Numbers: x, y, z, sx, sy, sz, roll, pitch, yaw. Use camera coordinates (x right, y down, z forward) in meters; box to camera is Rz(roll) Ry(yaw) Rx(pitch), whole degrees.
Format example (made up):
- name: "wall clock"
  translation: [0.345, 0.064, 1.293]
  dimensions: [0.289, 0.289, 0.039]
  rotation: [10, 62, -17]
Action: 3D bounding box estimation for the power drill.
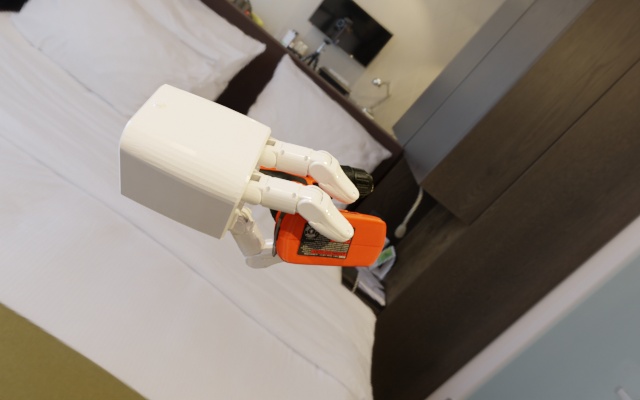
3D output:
- name: "power drill"
  translation: [0.000, 0.002, 0.525]
  dimensions: [0.184, 0.057, 0.187]
  rotation: [4, 23, -21]
